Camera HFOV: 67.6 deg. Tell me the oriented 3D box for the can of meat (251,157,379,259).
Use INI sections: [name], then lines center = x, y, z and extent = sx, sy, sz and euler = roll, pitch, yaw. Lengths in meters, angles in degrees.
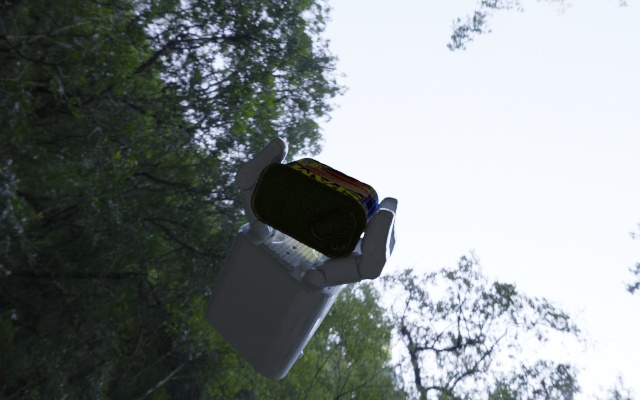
[can of meat]
center = 0.000, 0.001, 0.445
extent = 0.102, 0.057, 0.084
euler = 27, 17, 10
